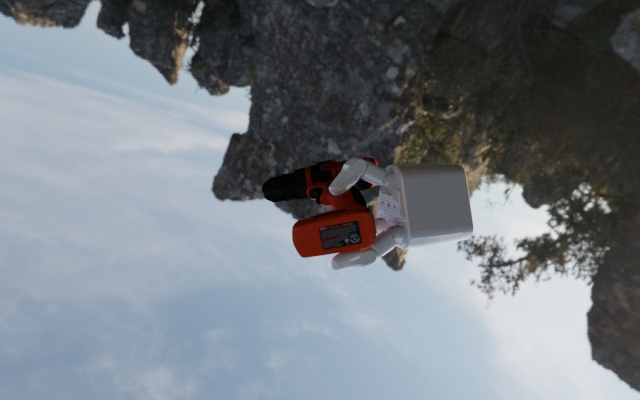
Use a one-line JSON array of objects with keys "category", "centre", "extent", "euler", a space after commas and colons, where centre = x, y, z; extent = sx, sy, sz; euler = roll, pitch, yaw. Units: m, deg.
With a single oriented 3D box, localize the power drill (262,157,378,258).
[{"category": "power drill", "centre": [0.000, 0.002, 0.676], "extent": [0.184, 0.057, 0.187], "euler": [-12, 30, 6]}]
